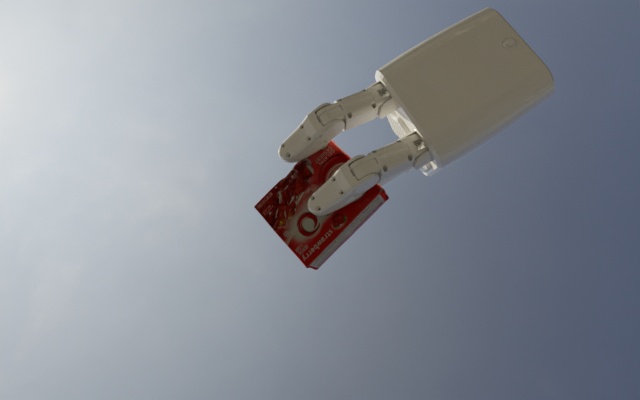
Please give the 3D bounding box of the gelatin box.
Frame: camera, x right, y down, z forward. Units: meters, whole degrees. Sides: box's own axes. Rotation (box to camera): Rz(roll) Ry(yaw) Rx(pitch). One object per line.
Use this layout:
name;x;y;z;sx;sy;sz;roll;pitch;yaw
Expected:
gelatin box;0.000;0.002;0.401;0.073;0.089;0.030;46;4;23
